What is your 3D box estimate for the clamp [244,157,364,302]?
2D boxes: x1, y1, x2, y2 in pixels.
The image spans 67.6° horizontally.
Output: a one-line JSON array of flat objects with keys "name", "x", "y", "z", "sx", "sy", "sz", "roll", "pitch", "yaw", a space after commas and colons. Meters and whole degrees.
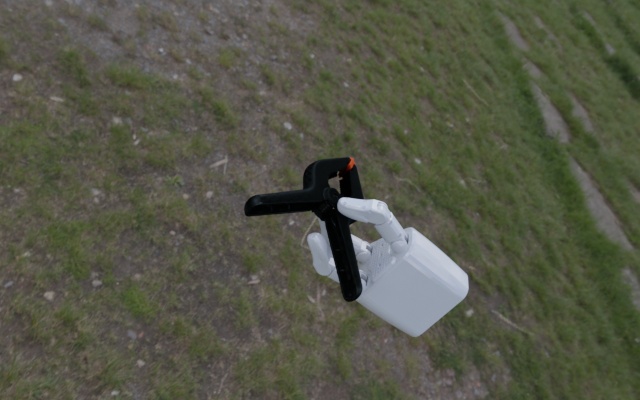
[{"name": "clamp", "x": 0.001, "y": 0.001, "z": 0.587, "sx": 0.164, "sy": 0.209, "sz": 0.036, "roll": 38, "pitch": -52, "yaw": -17}]
